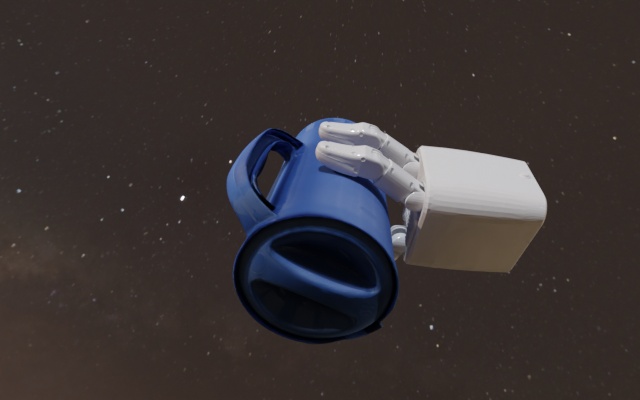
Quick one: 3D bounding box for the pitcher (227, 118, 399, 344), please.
[{"bbox_3d":[0.000,0.002,0.472,0.145,0.149,0.242,7,31,2],"label":"pitcher"}]
